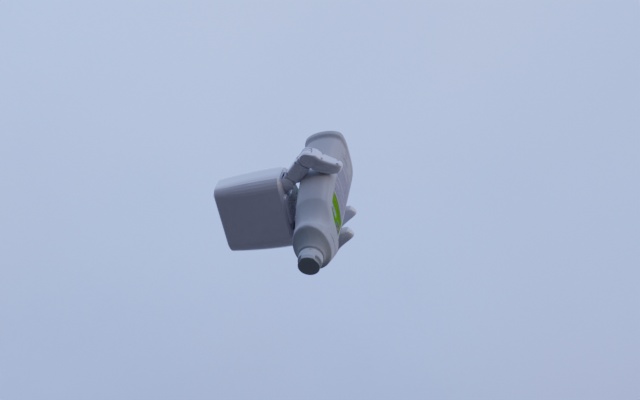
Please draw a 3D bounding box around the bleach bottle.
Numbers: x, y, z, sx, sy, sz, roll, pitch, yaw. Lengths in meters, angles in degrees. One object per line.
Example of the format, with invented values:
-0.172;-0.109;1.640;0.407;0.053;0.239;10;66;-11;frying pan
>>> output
0.000;0.002;0.675;0.068;0.103;0.250;-9;33;15;bleach bottle
